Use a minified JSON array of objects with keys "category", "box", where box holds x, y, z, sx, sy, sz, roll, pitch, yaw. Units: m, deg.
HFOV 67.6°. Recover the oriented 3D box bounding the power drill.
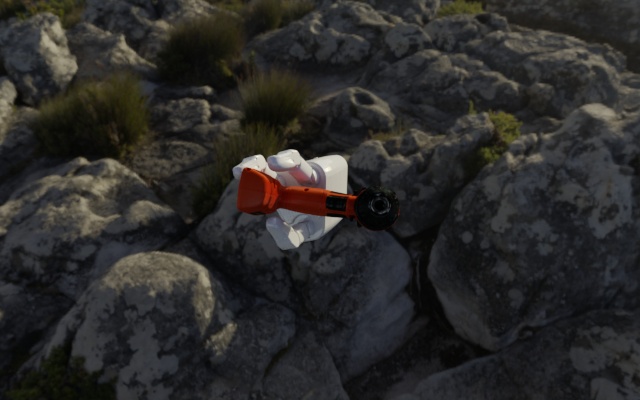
[{"category":"power drill","box":[0.000,0.002,0.574,0.187,0.057,0.184,10,-5,5]}]
